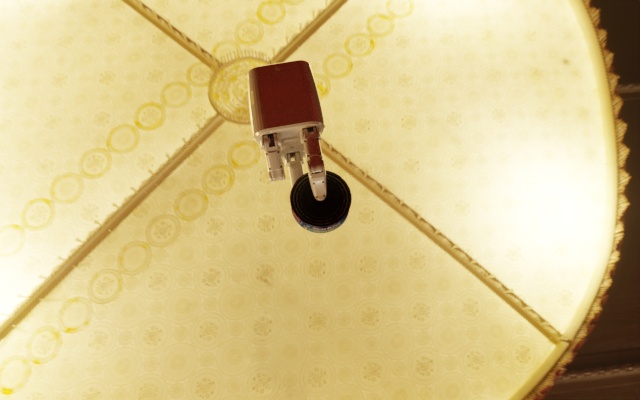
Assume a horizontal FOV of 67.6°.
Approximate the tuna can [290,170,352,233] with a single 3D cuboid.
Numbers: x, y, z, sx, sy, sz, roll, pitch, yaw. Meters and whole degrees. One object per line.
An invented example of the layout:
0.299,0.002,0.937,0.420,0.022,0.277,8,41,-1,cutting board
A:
0.000,0.002,0.673,0.086,0.086,0.034,0,-22,-1,tuna can
